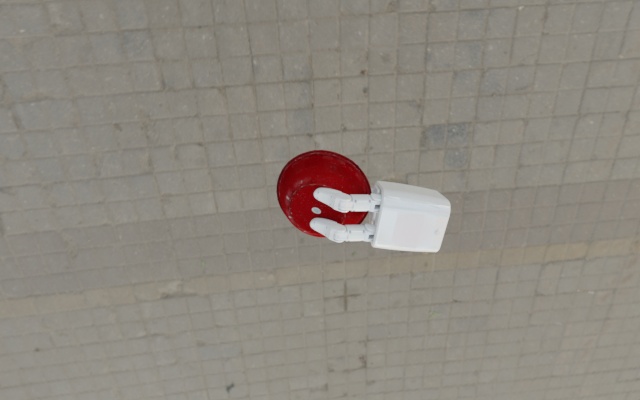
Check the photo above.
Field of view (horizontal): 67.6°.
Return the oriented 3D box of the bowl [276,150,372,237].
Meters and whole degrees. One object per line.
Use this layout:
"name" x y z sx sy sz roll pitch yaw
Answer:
"bowl" -0.001 0.003 0.774 0.162 0.162 0.055 0 28 12
